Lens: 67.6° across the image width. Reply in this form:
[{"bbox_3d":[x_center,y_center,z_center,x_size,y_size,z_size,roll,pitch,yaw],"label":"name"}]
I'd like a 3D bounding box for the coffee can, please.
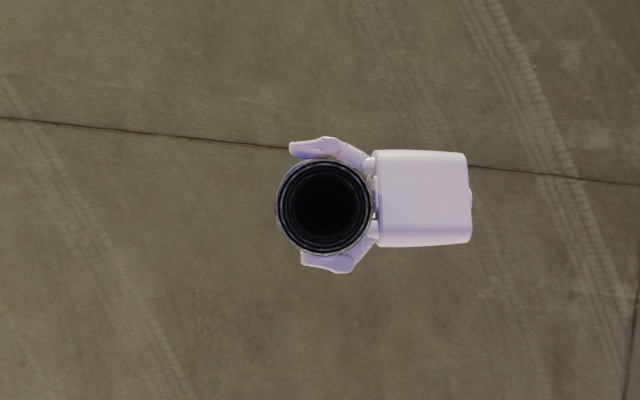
[{"bbox_3d":[0.000,0.002,0.557,0.103,0.103,0.140,0,5,-3],"label":"coffee can"}]
